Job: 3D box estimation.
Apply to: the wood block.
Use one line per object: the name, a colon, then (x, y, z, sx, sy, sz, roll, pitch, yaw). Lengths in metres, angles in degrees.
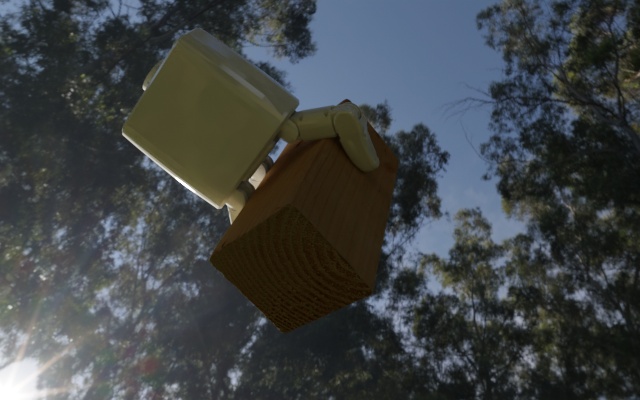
wood block: (0.000, 0.001, 0.423, 0.091, 0.090, 0.206, -32, 18, 30)
